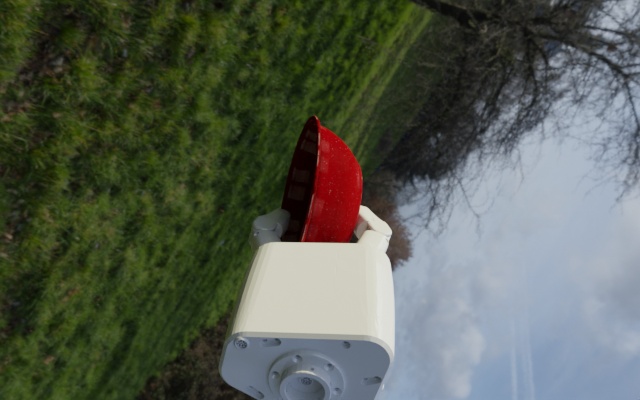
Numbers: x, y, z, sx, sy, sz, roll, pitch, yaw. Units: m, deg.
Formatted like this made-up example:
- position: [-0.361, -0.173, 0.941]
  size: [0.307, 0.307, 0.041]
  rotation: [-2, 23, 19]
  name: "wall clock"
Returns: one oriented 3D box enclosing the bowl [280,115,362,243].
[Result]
- position: [0.000, 0.001, 0.472]
  size: [0.055, 0.162, 0.162]
  rotation: [11, -2, -13]
  name: "bowl"
